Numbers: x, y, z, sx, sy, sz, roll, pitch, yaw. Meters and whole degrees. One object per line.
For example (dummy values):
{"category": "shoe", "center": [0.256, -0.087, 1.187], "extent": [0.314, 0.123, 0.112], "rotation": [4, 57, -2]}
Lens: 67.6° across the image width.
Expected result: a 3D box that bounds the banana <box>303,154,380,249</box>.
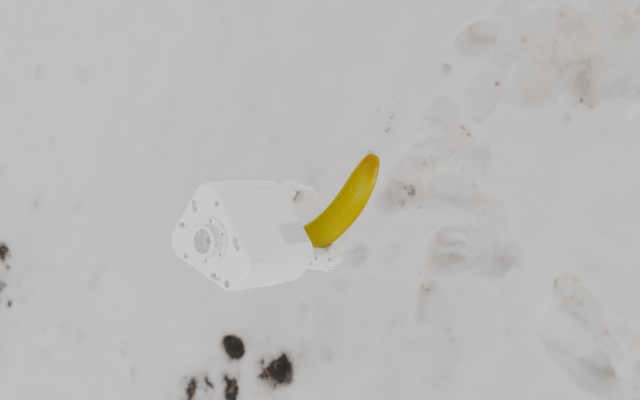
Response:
{"category": "banana", "center": [0.005, 0.020, 0.596], "extent": [0.198, 0.069, 0.037], "rotation": [-35, -21, 31]}
